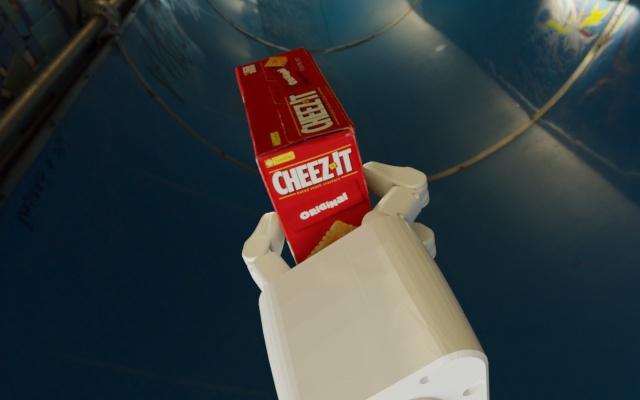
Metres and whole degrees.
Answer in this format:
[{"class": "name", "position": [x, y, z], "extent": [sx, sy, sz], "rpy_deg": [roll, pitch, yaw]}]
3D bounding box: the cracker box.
[{"class": "cracker box", "position": [0.000, 0.002, 0.408], "extent": [0.072, 0.214, 0.164], "rpy_deg": [-19, 37, -3]}]
